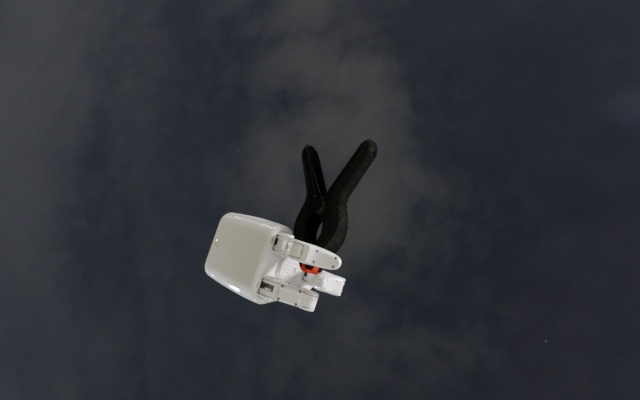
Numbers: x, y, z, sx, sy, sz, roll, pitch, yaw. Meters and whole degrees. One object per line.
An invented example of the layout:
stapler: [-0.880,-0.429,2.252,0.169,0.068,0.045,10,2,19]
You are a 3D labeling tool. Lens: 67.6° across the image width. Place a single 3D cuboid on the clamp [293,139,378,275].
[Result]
clamp: [0.001,0.002,0.589,0.039,0.171,0.120,24,-6,-36]
